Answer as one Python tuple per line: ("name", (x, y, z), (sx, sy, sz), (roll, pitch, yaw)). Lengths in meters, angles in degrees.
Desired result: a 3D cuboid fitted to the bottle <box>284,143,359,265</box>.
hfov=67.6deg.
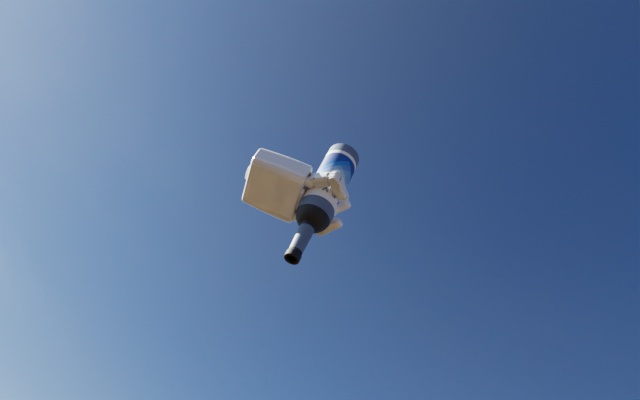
("bottle", (0.000, 0.003, 0.887), (0.069, 0.069, 0.295), (0, 40, 25))
